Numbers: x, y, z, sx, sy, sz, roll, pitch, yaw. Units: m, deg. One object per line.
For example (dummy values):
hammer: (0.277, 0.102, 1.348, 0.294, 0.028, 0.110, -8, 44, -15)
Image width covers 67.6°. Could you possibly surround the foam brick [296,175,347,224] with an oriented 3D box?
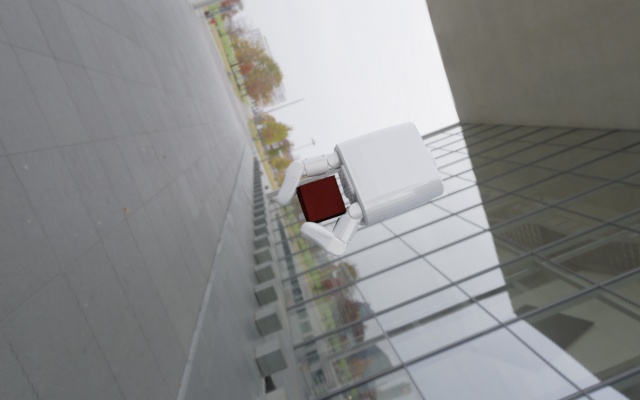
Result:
foam brick: (0.000, 0.002, 0.632, 0.051, 0.053, 0.078, -19, -2, -4)
